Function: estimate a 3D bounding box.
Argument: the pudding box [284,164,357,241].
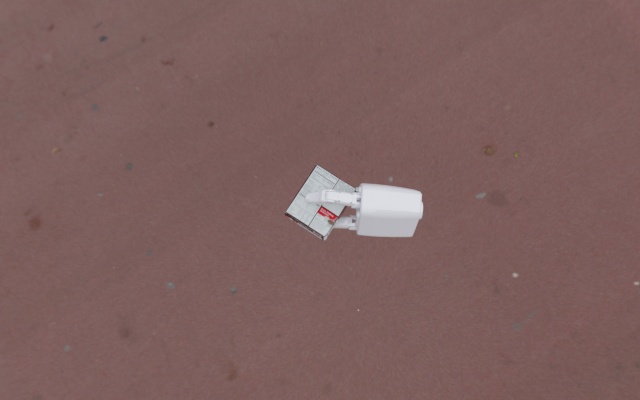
[{"bbox_3d":[0.000,0.003,0.878,0.090,0.113,0.039,33,-11,5],"label":"pudding box"}]
